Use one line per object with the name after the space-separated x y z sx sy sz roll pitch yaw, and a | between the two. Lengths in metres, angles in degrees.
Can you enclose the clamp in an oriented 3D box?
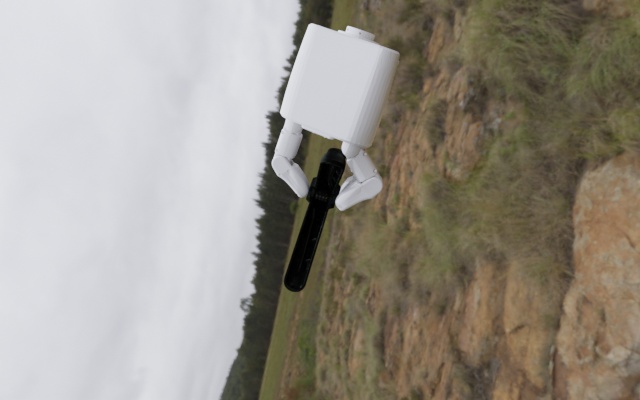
-0.001 0.001 0.573 0.036 0.164 0.210 19 18 0 | clamp
